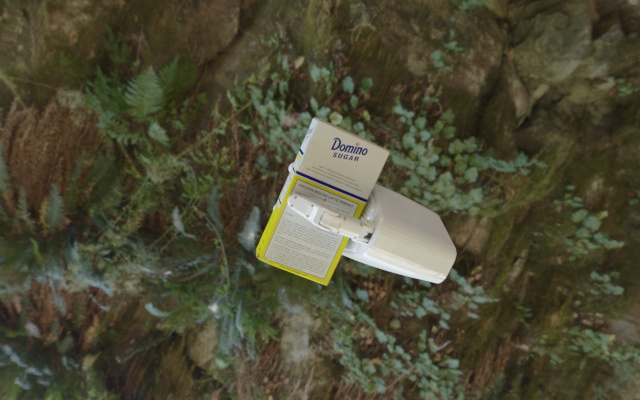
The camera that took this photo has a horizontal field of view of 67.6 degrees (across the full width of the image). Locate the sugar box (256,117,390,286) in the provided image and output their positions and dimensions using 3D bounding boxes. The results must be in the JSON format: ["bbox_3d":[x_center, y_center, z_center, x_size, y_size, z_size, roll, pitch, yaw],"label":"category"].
[{"bbox_3d":[0.000,0.002,0.560,0.093,0.176,0.048,23,8,-14],"label":"sugar box"}]
